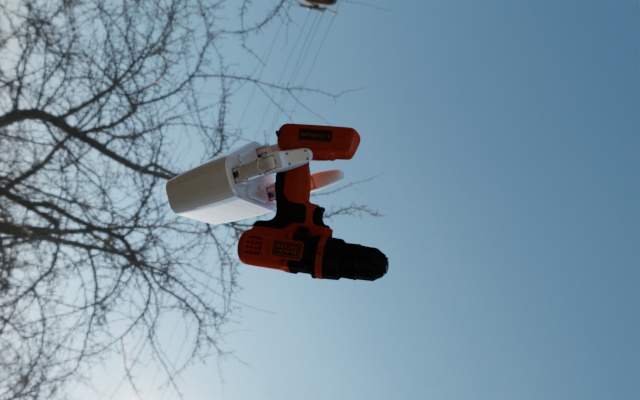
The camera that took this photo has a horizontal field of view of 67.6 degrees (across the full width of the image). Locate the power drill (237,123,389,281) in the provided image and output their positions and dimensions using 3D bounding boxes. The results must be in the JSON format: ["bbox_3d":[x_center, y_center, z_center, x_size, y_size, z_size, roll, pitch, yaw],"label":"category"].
[{"bbox_3d":[0.000,0.001,0.590,0.184,0.187,0.057,7,-16,10],"label":"power drill"}]
